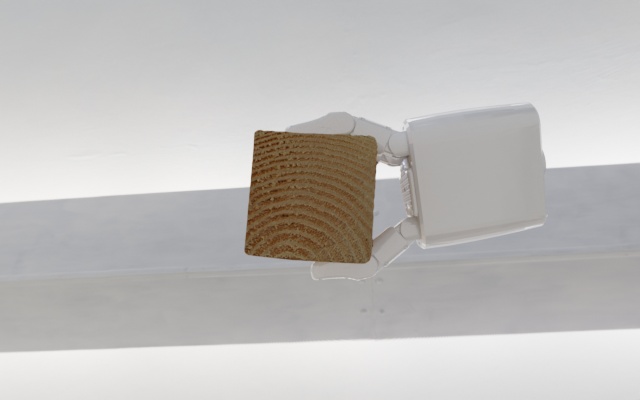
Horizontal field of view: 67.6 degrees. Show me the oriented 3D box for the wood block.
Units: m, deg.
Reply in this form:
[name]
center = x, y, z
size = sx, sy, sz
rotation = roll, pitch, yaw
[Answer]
[wood block]
center = 0.000, 0.002, 0.432
size = 0.090, 0.091, 0.206
rotation = 4, -3, 4
